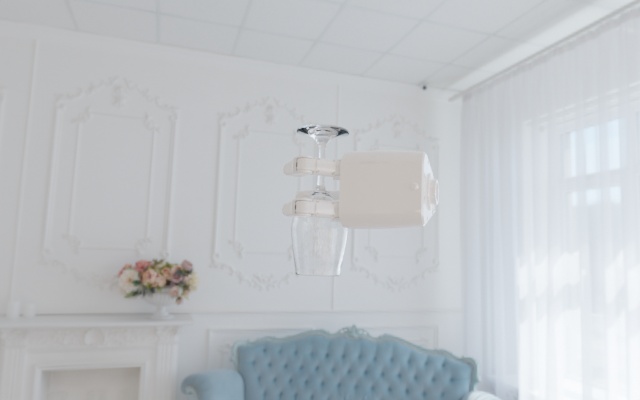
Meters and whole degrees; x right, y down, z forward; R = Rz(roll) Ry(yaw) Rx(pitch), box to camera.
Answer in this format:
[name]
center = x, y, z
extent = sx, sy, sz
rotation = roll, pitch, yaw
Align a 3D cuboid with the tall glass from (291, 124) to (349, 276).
[tall glass]
center = 0.000, 0.001, 0.658
extent = 0.079, 0.201, 0.079
rotation = 2, -6, 0
